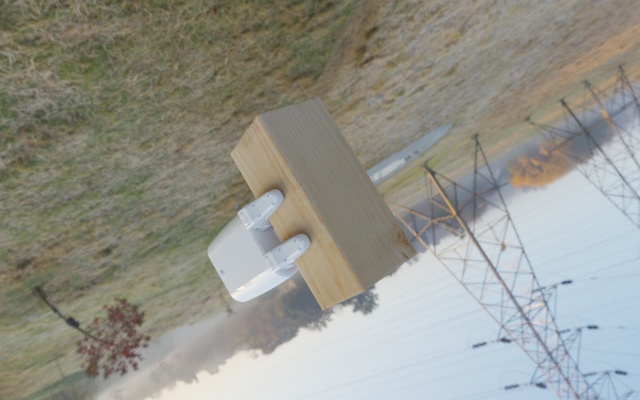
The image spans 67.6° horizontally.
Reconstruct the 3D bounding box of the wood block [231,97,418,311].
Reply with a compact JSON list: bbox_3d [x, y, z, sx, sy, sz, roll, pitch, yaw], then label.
[{"bbox_3d":[0.000,0.002,0.530,0.091,0.206,0.090,-26,-9,-38],"label":"wood block"}]
